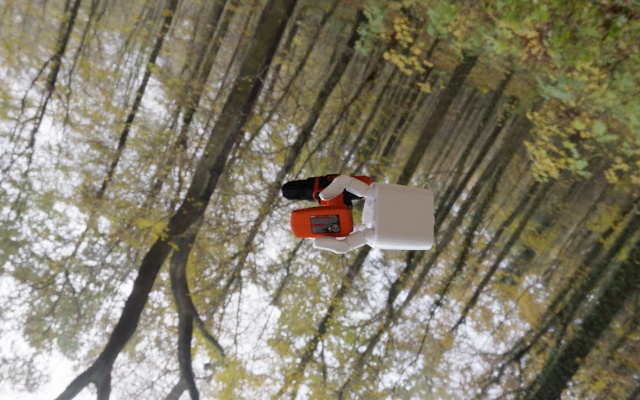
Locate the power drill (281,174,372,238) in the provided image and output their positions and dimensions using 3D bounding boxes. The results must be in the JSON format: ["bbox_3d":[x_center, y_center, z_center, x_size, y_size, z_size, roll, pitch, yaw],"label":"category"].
[{"bbox_3d":[0.000,0.003,0.886,0.184,0.057,0.187,-4,24,12],"label":"power drill"}]
